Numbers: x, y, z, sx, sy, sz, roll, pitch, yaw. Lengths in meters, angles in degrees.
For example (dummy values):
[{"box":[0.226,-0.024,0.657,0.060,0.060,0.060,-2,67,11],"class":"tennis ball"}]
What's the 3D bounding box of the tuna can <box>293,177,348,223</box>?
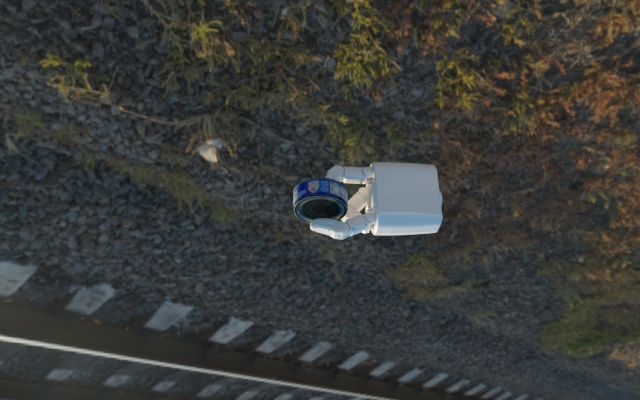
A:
[{"box":[0.000,0.003,0.739,0.086,0.033,0.086,0,-34,0],"class":"tuna can"}]
